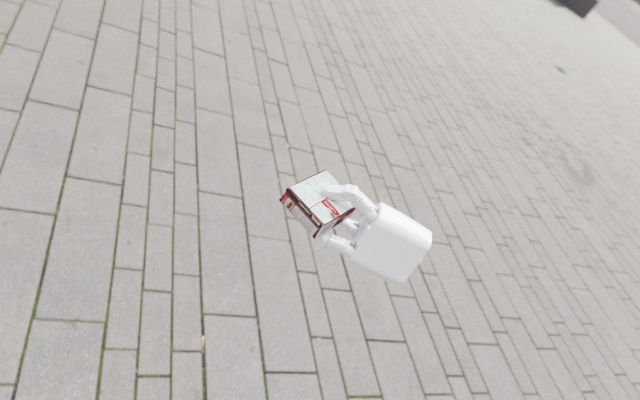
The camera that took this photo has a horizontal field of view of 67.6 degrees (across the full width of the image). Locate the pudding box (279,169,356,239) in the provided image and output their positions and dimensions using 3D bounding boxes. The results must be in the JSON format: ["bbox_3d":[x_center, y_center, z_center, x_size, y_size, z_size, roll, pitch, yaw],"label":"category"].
[{"bbox_3d":[0.000,0.003,0.803,0.113,0.090,0.039,-28,-21,-50],"label":"pudding box"}]
